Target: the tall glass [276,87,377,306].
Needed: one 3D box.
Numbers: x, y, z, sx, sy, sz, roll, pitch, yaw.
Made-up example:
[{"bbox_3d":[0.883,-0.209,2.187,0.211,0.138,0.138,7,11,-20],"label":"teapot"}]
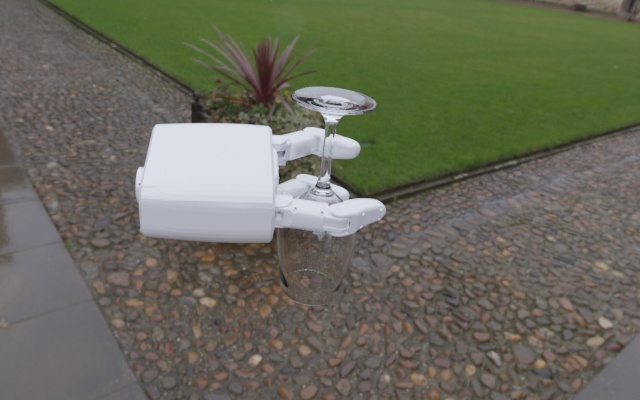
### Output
[{"bbox_3d":[0.000,0.001,0.451,0.079,0.201,0.079,6,27,-3],"label":"tall glass"}]
